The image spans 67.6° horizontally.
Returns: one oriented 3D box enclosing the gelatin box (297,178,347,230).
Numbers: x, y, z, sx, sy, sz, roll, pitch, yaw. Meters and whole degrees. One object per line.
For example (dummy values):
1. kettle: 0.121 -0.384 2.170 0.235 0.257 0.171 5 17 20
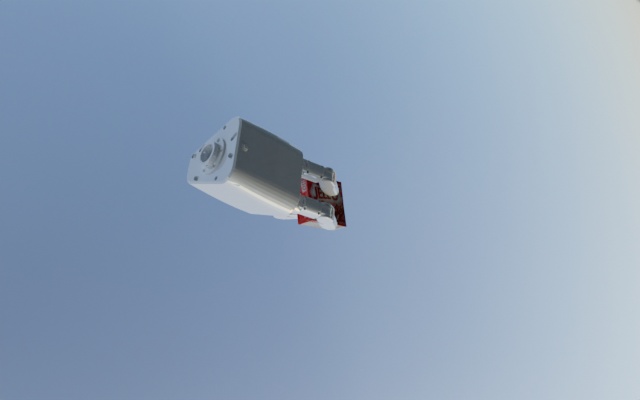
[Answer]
1. gelatin box: 0.000 0.003 0.711 0.030 0.073 0.089 -17 -19 35
